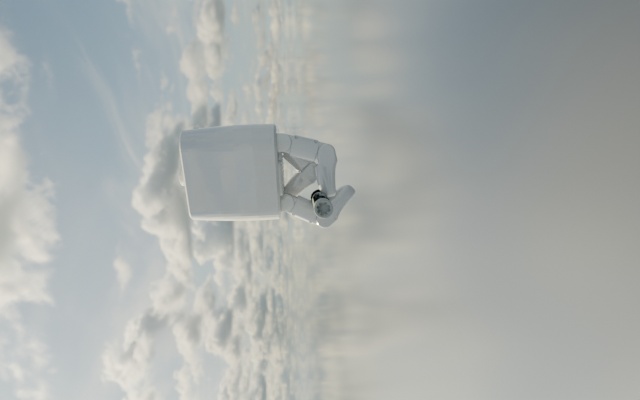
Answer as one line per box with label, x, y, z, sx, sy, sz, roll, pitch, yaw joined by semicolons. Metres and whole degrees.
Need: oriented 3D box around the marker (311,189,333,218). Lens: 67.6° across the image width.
marker;0.000;0.002;0.519;0.020;0.020;0.121;0;6;-3
